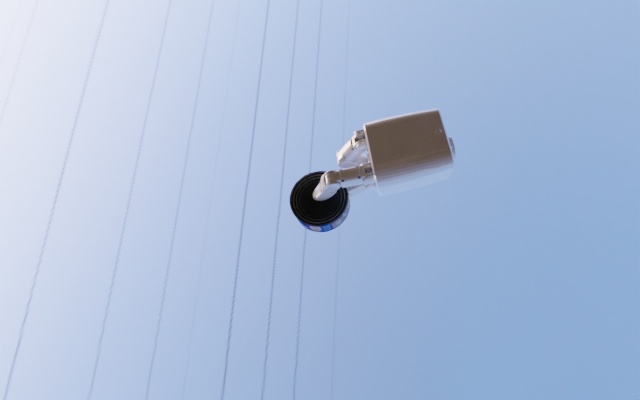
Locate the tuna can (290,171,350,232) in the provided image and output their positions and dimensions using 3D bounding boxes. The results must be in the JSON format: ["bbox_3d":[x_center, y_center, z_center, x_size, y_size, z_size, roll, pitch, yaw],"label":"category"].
[{"bbox_3d":[0.000,0.003,0.700,0.086,0.086,0.034,0,-22,11],"label":"tuna can"}]
